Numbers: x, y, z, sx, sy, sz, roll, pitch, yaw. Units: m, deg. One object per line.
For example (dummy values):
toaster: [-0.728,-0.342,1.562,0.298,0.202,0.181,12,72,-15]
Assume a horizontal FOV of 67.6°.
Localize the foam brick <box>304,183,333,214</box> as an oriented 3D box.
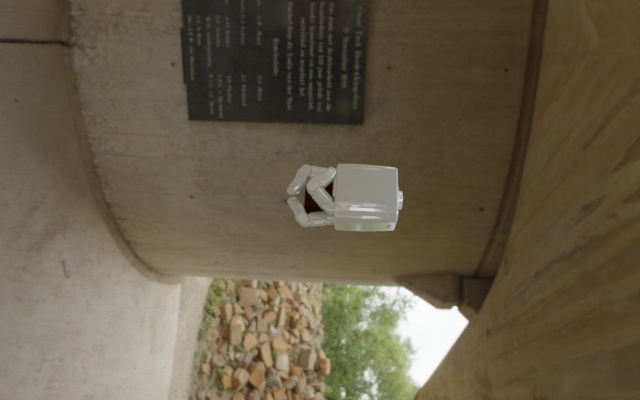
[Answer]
foam brick: [0.000,0.003,0.881,0.051,0.053,0.078,2,-17,4]
